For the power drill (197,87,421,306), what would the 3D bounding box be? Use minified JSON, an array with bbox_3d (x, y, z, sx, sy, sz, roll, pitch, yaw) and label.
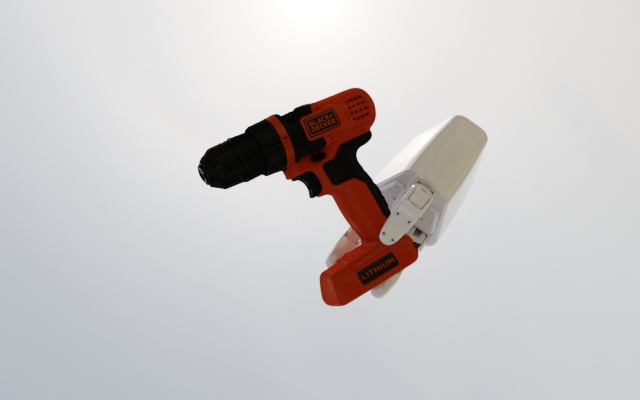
[{"bbox_3d":[0.000,0.002,0.457,0.184,0.187,0.057,-26,6,-19],"label":"power drill"}]
